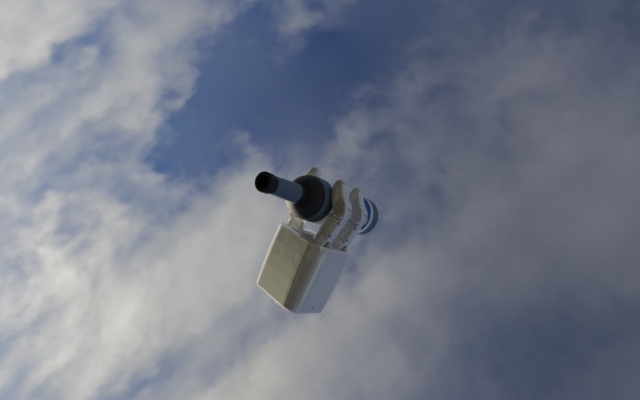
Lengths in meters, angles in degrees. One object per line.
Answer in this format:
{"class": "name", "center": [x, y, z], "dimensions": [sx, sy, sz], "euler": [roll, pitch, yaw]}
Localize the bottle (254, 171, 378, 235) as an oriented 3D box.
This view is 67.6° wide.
{"class": "bottle", "center": [0.000, 0.002, 0.726], "dimensions": [0.069, 0.069, 0.296], "euler": [0, -10, 30]}
